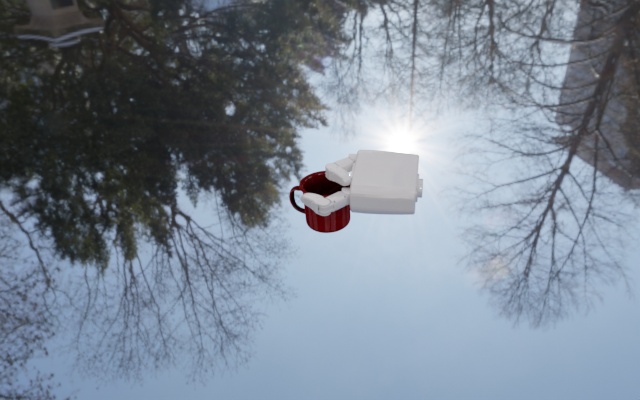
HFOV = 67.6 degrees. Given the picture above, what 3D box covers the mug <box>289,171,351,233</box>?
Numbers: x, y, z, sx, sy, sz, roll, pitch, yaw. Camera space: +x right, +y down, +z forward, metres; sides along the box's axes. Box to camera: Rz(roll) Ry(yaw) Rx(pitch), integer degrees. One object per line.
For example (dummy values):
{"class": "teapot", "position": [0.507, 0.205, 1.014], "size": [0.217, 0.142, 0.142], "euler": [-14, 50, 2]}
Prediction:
{"class": "mug", "position": [-0.001, 0.003, 0.850], "size": [0.117, 0.081, 0.093], "euler": [5, 33, 15]}
